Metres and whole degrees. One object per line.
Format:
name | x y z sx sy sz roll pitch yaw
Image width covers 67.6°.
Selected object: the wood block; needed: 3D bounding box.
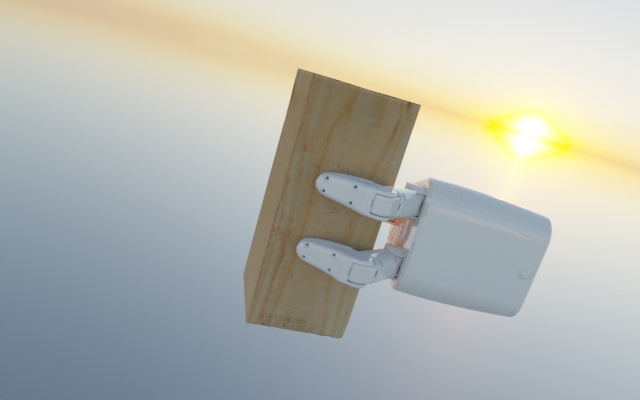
wood block | 0.000 0.001 0.416 0.090 0.206 0.090 13 15 -13
